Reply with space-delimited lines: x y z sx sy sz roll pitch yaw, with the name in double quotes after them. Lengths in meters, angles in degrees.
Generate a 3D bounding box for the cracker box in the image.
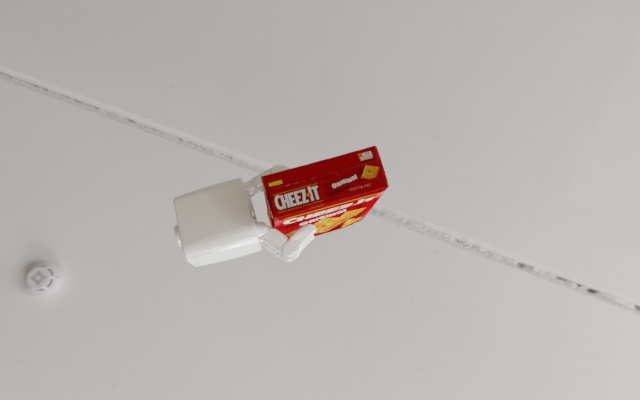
0.000 0.002 0.733 0.164 0.072 0.214 -16 -12 -8 "cracker box"
